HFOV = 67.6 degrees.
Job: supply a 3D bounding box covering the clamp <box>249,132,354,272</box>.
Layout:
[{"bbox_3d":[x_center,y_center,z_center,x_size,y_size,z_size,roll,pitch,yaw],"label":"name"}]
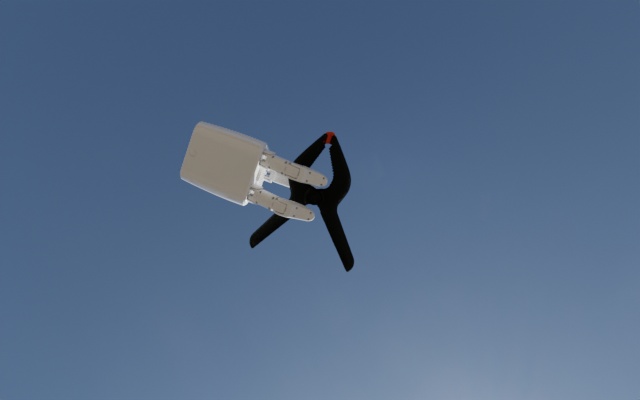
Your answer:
[{"bbox_3d":[0.000,0.002,0.725,0.164,0.210,0.036,20,9,-2],"label":"clamp"}]
